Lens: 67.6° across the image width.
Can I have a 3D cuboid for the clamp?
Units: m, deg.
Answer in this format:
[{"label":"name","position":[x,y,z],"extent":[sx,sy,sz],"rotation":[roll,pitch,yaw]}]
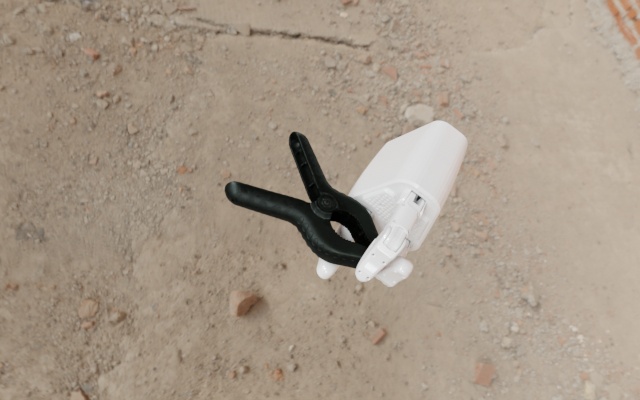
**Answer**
[{"label":"clamp","position":[0.000,0.002,0.496],"extent":[0.171,0.120,0.039],"rotation":[36,-32,-3]}]
